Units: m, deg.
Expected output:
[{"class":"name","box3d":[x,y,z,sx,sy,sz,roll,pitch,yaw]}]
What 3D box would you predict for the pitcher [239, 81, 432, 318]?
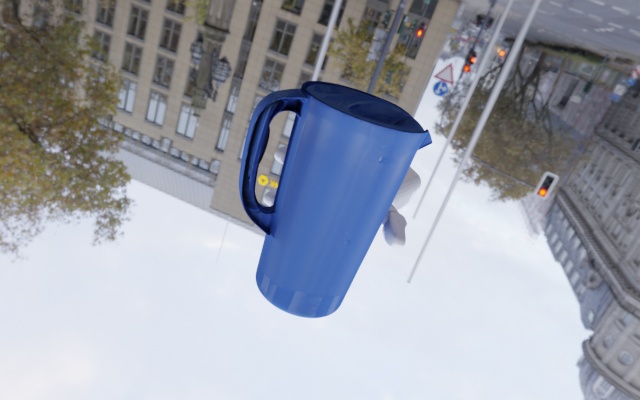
[{"class":"pitcher","box3d":[0.000,0.002,0.515,0.149,0.243,0.145,29,25,20]}]
